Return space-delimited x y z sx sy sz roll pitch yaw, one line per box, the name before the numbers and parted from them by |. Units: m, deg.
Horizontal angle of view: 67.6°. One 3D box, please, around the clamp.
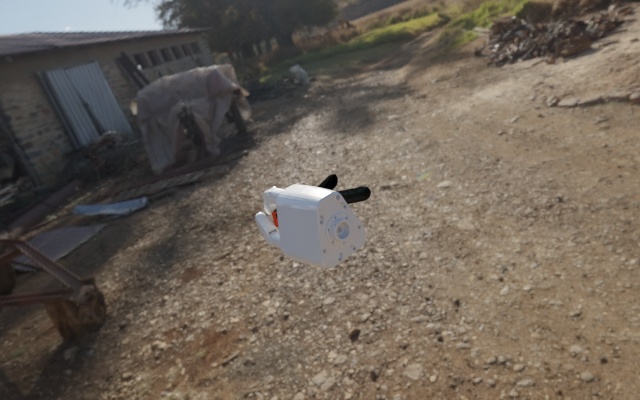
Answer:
clamp | 0.000 0.002 0.828 0.171 0.039 0.120 -32 24 -30
